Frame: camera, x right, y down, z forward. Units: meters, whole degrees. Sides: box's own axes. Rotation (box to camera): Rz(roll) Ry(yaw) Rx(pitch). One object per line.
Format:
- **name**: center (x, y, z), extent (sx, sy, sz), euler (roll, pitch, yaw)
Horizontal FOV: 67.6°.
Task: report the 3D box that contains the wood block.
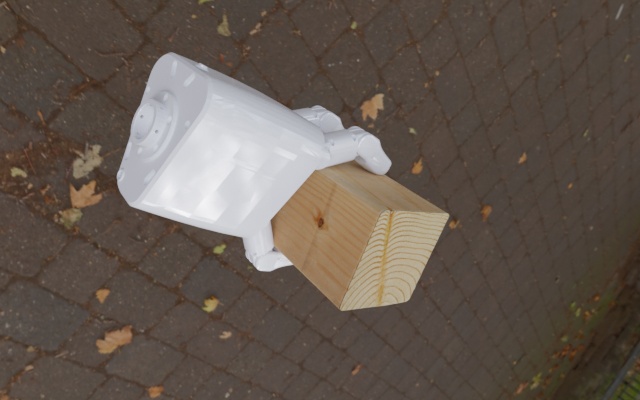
- **wood block**: center (0.000, 0.002, 0.447), extent (0.090, 0.091, 0.206), euler (4, 25, -43)
